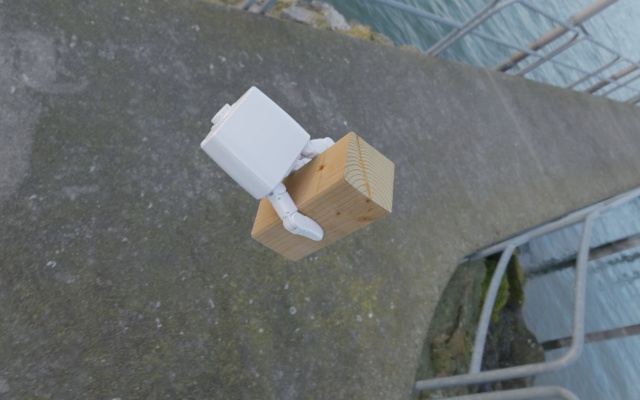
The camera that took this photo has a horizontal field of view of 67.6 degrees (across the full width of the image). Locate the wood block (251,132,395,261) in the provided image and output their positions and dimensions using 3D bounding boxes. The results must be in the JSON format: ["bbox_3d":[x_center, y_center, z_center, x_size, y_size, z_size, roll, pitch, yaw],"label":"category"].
[{"bbox_3d":[0.000,0.002,0.699,0.090,0.090,0.206,34,-43,-26],"label":"wood block"}]
